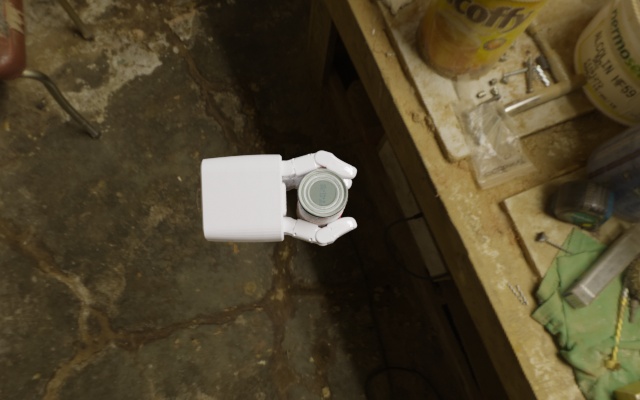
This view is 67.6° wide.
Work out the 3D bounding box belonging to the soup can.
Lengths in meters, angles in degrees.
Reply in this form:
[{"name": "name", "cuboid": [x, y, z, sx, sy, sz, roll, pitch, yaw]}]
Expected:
[{"name": "soup can", "cuboid": [0.001, 0.002, 0.661, 0.068, 0.068, 0.102, 0, -15, -3]}]
